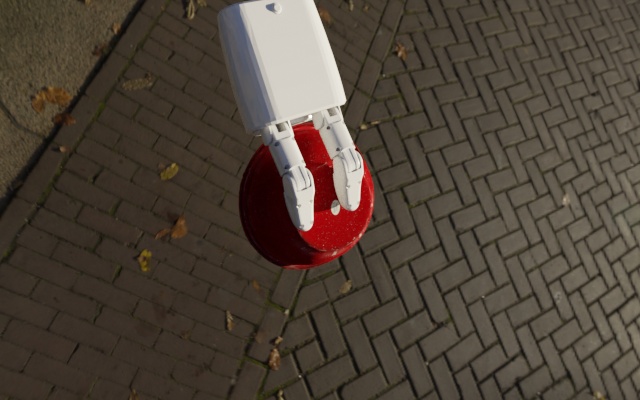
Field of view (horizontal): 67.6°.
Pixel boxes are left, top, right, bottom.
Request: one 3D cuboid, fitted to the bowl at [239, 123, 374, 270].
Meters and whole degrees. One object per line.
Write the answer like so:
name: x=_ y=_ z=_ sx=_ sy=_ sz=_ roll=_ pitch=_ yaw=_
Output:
bowl: x=0.001 y=0.003 z=0.497 sx=0.162 sy=0.162 sz=0.055 roll=0 pitch=10 yaw=-30
